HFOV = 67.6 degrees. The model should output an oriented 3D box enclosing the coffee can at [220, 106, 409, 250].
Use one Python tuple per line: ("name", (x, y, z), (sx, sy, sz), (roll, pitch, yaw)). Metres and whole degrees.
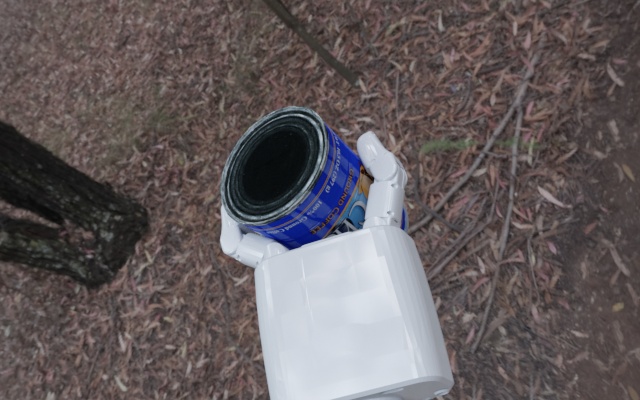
("coffee can", (0.000, 0.001, 0.410), (0.103, 0.102, 0.140), (0, -25, 37))
